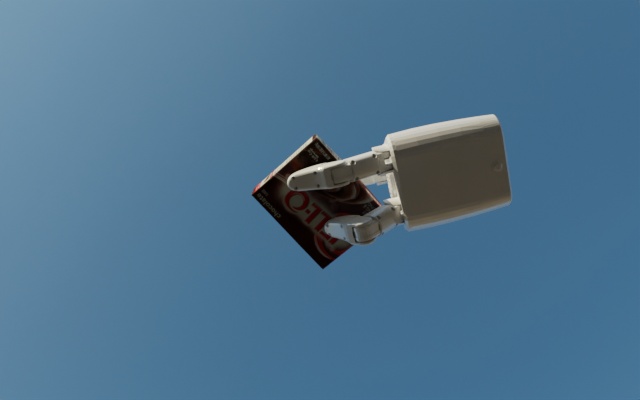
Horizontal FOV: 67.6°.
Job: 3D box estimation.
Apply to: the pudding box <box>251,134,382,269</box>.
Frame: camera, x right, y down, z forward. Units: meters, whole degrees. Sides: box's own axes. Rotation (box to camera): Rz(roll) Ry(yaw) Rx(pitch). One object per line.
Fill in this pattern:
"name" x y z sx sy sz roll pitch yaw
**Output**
"pudding box" 0.000 0.002 0.496 0.090 0.113 0.039 -40 10 12
